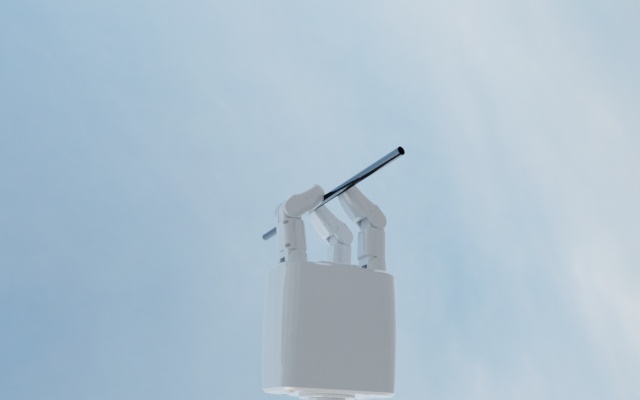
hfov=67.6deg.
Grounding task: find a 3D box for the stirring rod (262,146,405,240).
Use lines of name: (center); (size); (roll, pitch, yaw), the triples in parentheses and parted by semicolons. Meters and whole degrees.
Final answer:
stirring rod: (0.000, 0.002, 0.484); (0.011, 0.011, 0.239); (0, -21, -36)
